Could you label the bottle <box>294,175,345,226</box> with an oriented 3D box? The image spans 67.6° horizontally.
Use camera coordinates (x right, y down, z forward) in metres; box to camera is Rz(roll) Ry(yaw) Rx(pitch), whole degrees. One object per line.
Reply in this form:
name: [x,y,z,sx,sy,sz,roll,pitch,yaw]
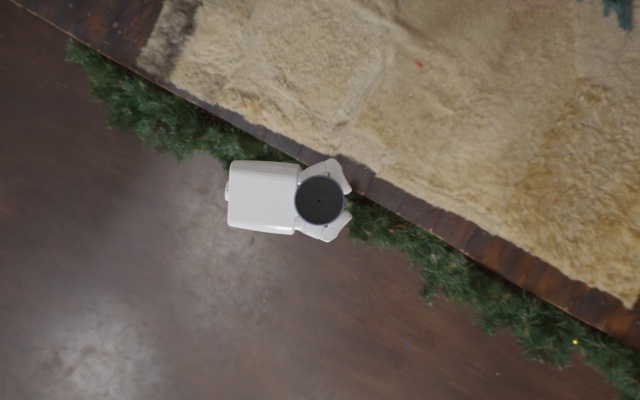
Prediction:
bottle: [0.000,0.003,0.761,0.069,0.069,0.296,0,-1,1]
